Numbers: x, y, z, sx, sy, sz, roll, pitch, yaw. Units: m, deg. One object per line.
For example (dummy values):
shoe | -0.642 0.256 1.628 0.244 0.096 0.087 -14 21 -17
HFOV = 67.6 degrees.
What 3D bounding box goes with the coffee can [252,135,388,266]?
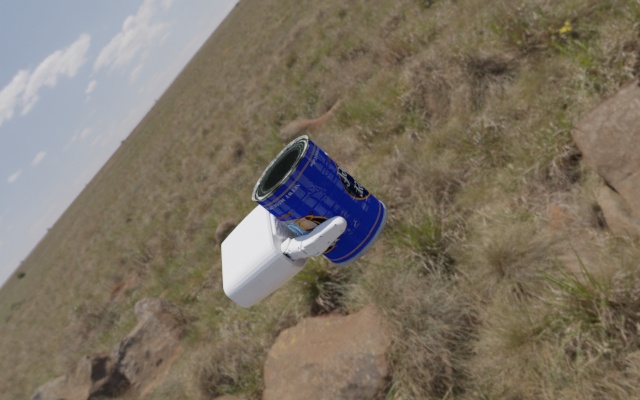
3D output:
coffee can | 0.000 0.002 0.603 0.140 0.102 0.103 40 -16 -21
